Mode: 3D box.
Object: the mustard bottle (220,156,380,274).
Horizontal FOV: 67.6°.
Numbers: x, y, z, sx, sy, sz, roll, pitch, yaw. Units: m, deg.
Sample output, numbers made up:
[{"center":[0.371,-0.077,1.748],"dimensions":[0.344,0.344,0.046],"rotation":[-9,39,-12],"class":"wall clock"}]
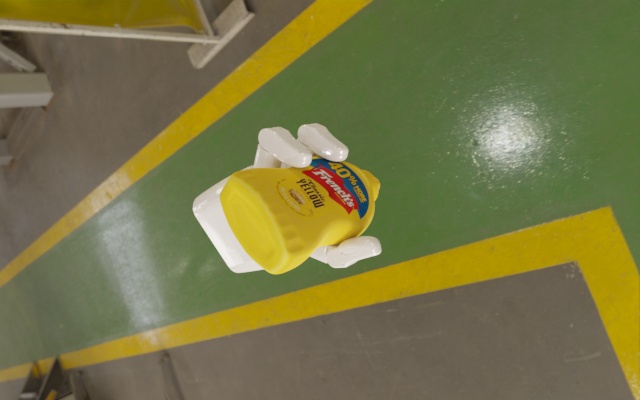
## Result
[{"center":[0.000,0.001,0.479],"dimensions":[0.191,0.096,0.058],"rotation":[-18,-27,-48],"class":"mustard bottle"}]
